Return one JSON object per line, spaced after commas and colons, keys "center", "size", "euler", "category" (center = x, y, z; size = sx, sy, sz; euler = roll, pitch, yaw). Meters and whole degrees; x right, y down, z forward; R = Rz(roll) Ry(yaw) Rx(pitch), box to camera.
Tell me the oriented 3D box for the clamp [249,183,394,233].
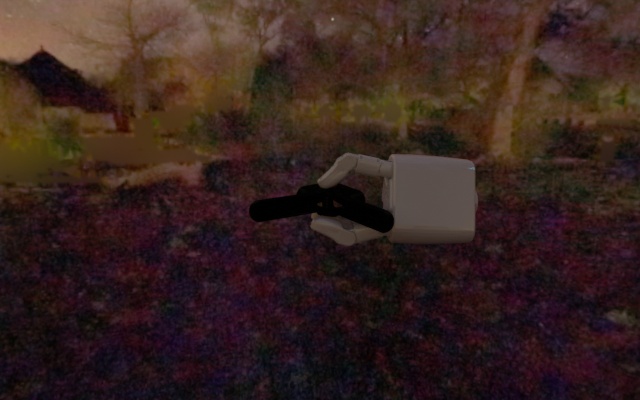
{"center": [0.000, 0.001, 0.623], "size": [0.164, 0.036, 0.210], "euler": [4, 11, -1], "category": "clamp"}
